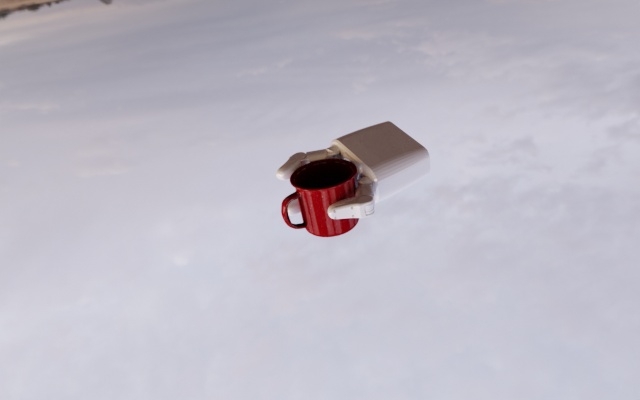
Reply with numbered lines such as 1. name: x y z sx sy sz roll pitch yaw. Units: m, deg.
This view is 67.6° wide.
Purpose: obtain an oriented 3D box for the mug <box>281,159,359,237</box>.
1. mug: -0.001 0.003 0.662 0.117 0.081 0.093 -25 32 -23
